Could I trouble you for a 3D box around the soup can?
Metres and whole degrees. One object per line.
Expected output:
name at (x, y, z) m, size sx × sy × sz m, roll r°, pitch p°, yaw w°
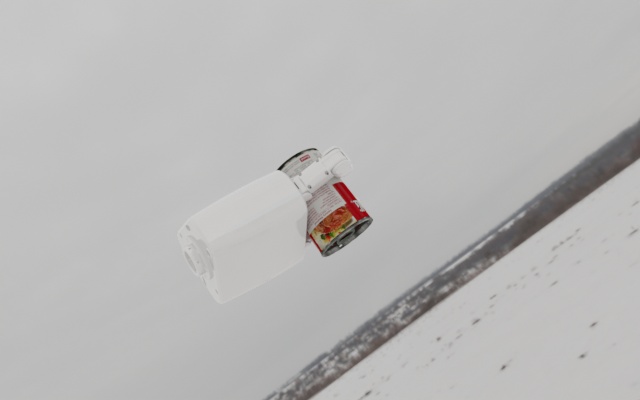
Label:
soup can at (0.000, 0.001, 0.524) m, size 0.068 × 0.102 × 0.068 m, roll -34°, pitch -15°, yaw -11°
